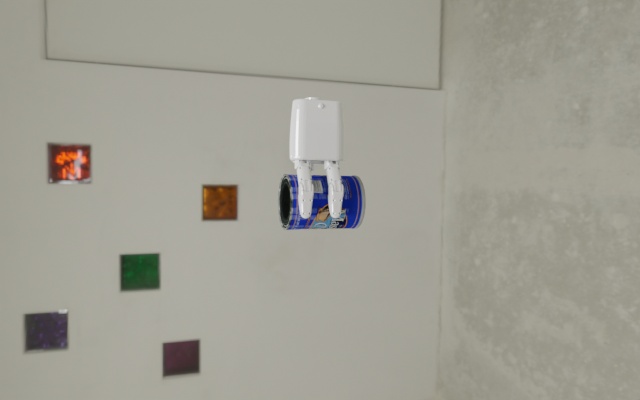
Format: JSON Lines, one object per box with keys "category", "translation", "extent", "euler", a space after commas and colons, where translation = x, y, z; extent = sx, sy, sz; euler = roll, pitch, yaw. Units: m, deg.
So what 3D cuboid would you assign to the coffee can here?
{"category": "coffee can", "translation": [0.000, 0.003, 0.892], "extent": [0.140, 0.103, 0.103], "euler": [0, 0, -18]}
